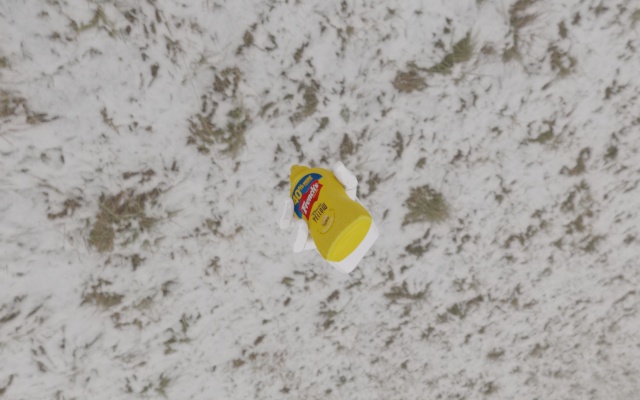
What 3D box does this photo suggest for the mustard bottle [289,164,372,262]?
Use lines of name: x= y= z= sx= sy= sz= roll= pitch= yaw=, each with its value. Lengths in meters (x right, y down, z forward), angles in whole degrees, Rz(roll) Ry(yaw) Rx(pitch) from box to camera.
mustard bottle: x=0.000 y=0.003 z=0.773 sx=0.058 sy=0.096 sz=0.191 roll=14 pitch=29 yaw=-44
